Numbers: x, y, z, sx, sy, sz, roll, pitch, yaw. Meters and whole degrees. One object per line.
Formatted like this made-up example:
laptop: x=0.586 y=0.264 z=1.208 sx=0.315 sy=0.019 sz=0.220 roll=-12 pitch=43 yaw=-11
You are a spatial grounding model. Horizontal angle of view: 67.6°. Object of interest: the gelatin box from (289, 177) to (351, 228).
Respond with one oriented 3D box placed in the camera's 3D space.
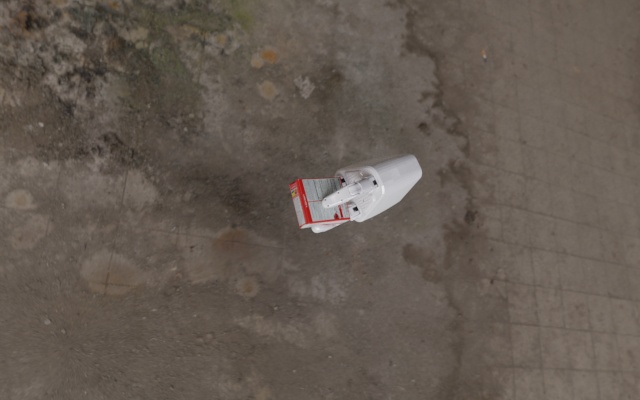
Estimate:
gelatin box: x=0.000 y=0.002 z=0.759 sx=0.089 sy=0.073 sz=0.030 roll=-5 pitch=-15 yaw=-38
